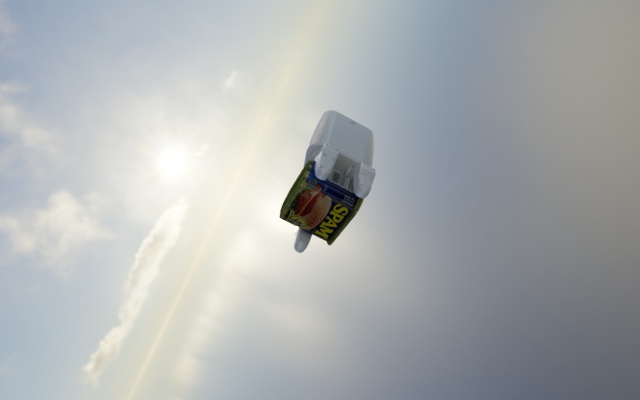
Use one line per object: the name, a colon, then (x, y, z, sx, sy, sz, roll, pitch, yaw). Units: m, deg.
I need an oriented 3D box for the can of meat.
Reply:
can of meat: (0.000, 0.002, 0.644, 0.084, 0.057, 0.102, 27, -47, -9)
